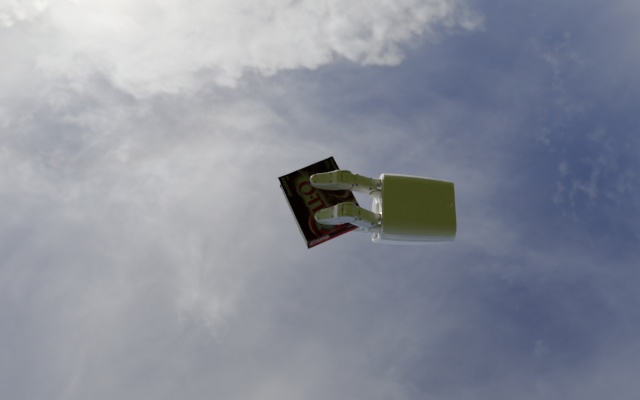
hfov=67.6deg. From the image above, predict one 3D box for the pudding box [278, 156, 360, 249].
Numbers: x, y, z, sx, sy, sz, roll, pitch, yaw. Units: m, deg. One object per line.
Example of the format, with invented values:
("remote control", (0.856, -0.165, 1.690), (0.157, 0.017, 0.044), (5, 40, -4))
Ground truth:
("pudding box", (0.000, 0.002, 0.696), (0.090, 0.113, 0.039), (-22, -24, -11))
